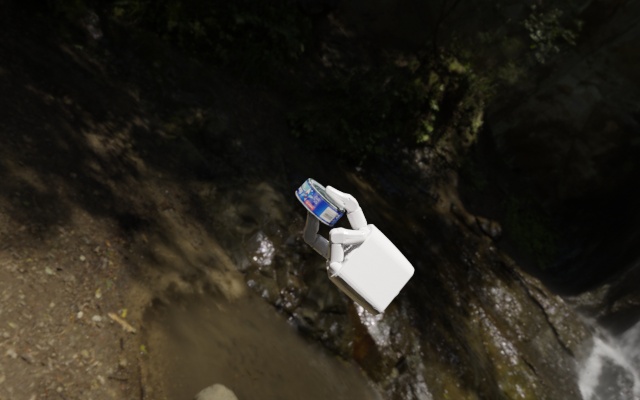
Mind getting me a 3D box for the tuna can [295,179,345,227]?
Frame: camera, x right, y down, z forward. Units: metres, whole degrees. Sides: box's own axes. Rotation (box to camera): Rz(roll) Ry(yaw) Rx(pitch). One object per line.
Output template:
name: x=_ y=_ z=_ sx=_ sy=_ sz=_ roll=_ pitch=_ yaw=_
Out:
tuna can: x=0.000 y=0.002 z=0.808 sx=0.086 sy=0.034 sz=0.086 roll=41 pitch=10 yaw=-9
